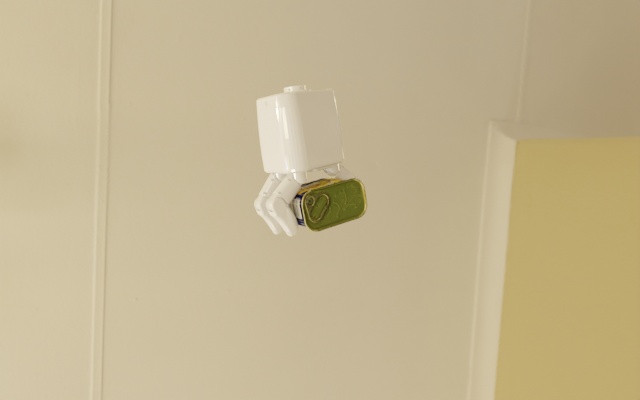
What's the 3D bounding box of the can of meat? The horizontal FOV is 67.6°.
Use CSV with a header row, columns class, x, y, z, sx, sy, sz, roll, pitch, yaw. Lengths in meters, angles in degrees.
class,x,y,z,sx,sy,sz,roll,pitch,yaw
can of meat,0.000,0.002,0.680,0.102,0.057,0.084,-17,13,-29
